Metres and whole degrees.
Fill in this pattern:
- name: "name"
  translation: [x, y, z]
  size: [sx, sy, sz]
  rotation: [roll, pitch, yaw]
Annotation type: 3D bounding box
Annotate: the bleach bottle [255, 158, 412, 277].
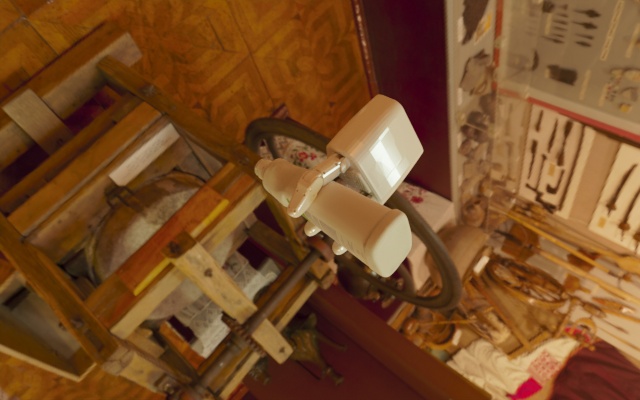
- name: "bleach bottle"
  translation: [0.000, 0.002, 0.638]
  size: [0.250, 0.068, 0.103]
  rotation: [32, -17, 32]
